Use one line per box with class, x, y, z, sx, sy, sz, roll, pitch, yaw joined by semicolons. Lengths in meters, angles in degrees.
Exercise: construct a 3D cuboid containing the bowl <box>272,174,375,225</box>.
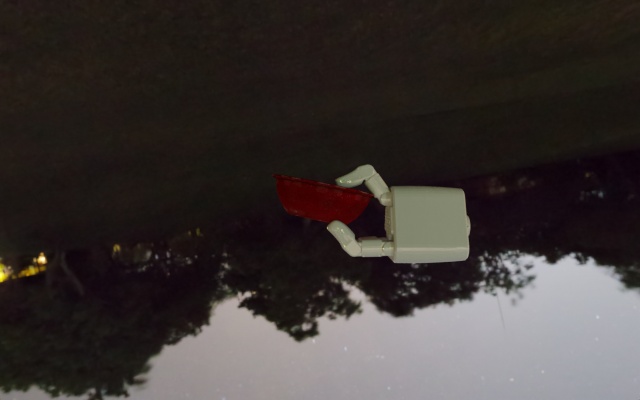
bowl;-0.001;0.003;0.732;0.162;0.055;0.162;12;-1;0
